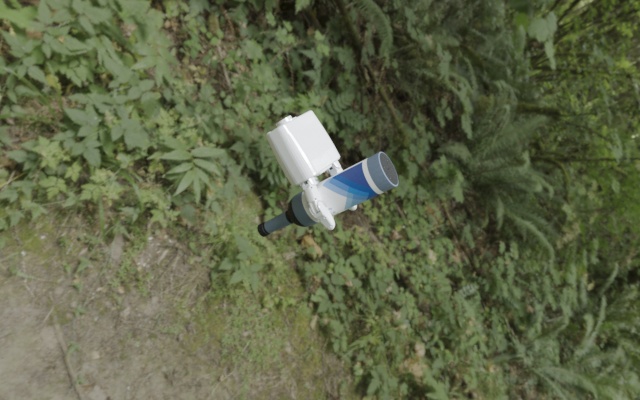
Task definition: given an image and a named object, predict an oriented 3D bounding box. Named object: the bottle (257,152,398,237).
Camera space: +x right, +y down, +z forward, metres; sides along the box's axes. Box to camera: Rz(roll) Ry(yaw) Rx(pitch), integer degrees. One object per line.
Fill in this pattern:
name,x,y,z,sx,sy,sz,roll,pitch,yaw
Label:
bottle,0.000,0.003,0.891,0.296,0.069,0.069,-26,-12,27
